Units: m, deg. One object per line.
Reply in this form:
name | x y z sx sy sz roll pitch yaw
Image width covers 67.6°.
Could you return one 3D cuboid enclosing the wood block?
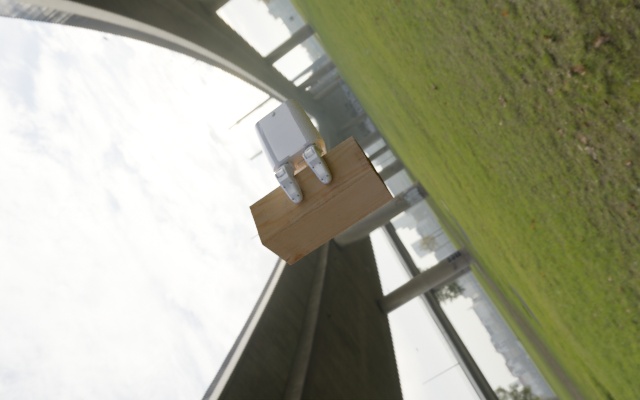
wood block | 0.000 0.002 0.778 0.206 0.090 0.091 -34 -40 10
